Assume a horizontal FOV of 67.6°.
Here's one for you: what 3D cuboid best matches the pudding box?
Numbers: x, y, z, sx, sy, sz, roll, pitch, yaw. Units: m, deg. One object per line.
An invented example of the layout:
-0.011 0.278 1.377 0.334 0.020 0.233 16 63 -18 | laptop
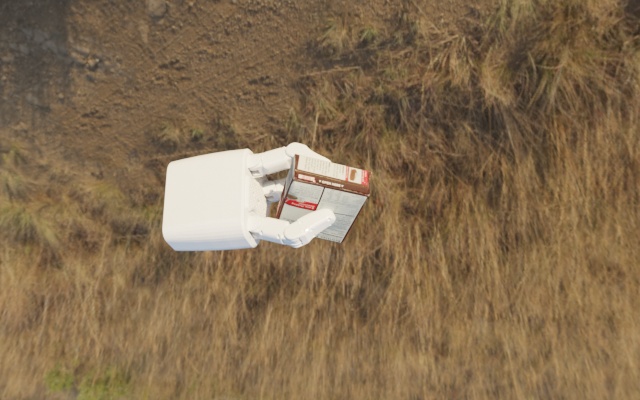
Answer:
0.000 0.002 0.560 0.090 0.039 0.114 12 -34 -9 | pudding box
